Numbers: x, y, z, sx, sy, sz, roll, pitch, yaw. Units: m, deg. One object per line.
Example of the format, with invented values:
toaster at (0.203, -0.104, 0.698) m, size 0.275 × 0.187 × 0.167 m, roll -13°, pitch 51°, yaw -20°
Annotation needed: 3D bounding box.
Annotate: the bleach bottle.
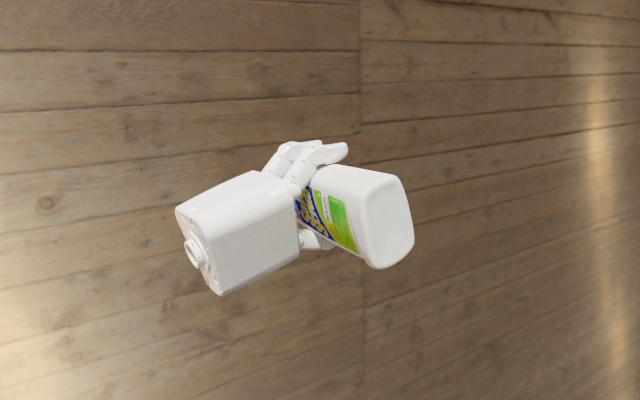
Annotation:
bleach bottle at (0.000, 0.002, 0.595) m, size 0.068 × 0.103 × 0.251 m, roll -28°, pitch 24°, yaw -28°
